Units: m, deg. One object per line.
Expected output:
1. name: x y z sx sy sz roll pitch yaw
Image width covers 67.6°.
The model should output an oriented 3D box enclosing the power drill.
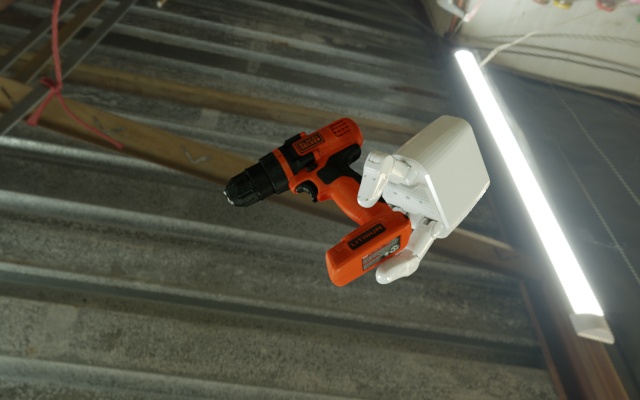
1. power drill: 0.001 0.002 0.552 0.184 0.187 0.057 -30 -29 -8
